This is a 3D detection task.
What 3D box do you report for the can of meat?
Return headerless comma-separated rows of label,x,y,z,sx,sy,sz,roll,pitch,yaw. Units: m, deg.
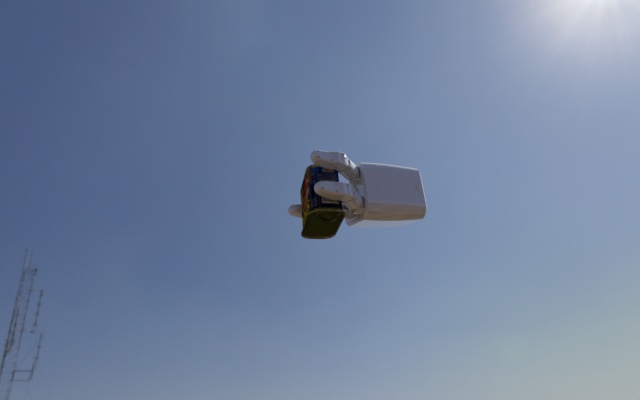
can of meat,0.000,0.002,0.755,0.057,0.084,0.102,1,-29,-11
